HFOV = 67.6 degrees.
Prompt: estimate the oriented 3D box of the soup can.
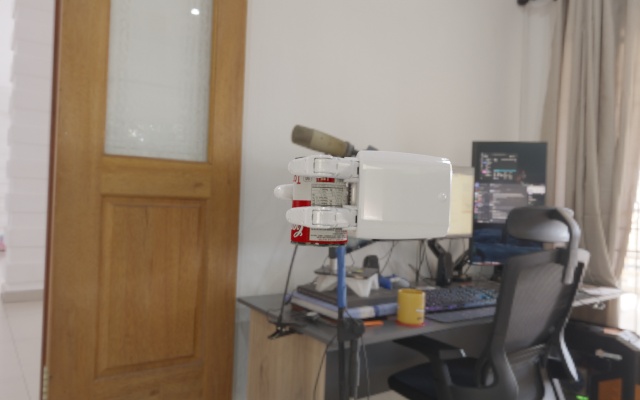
[{"bbox_3d":[0.000,0.002,0.567,0.068,0.102,0.068,2,0,0],"label":"soup can"}]
